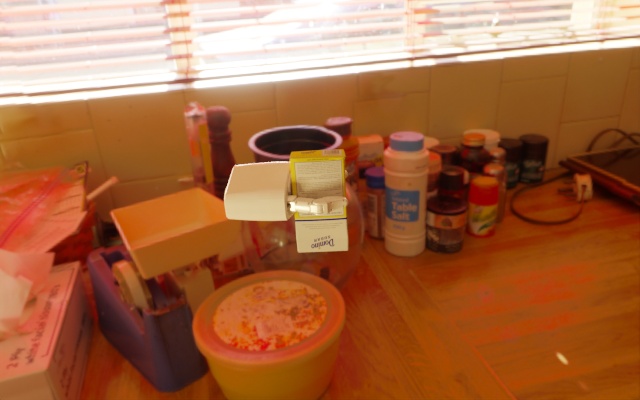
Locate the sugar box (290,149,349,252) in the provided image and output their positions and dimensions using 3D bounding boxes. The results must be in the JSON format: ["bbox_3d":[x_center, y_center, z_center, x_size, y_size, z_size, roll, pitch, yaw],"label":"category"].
[{"bbox_3d":[0.000,0.002,0.829,0.093,0.176,0.048,-2,24,2],"label":"sugar box"}]
